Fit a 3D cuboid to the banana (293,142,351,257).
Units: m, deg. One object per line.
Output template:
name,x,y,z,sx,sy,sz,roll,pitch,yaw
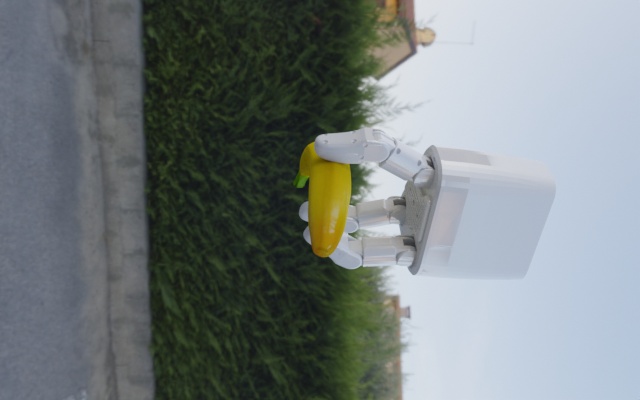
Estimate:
banana,0.003,-0.017,0.428,0.037,0.070,0.197,10,16,-9
